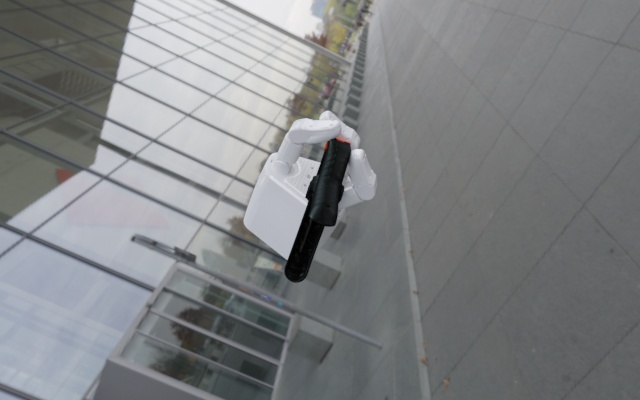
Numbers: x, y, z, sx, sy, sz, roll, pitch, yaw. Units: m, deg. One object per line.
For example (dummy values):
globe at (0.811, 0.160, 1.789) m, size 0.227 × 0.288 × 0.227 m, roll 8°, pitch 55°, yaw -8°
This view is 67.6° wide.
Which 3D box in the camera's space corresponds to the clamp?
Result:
clamp at (0.000, 0.001, 0.507) m, size 0.039 × 0.120 × 0.171 m, roll 26°, pitch 40°, yaw -7°
